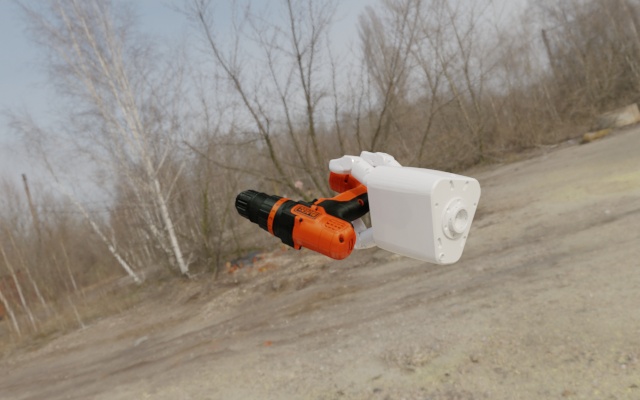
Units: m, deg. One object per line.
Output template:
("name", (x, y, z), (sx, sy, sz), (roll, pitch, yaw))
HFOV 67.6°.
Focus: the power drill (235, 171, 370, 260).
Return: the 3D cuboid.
("power drill", (0.001, 0.002, 0.670), (0.184, 0.057, 0.187), (22, 36, 28))
